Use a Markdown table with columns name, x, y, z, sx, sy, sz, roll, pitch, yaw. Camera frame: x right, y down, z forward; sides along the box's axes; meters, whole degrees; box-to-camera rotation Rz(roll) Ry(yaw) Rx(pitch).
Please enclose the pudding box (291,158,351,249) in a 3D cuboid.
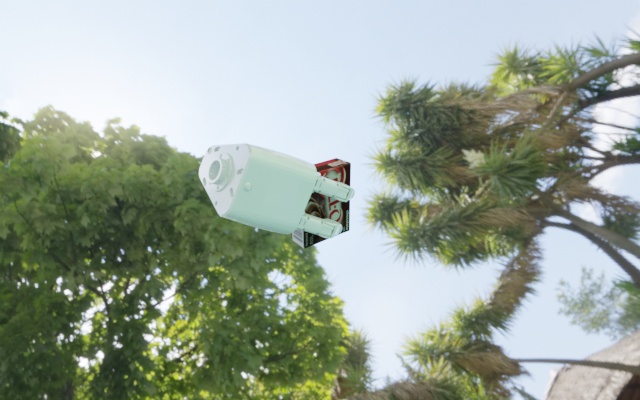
| name | x | y | z | sx | sy | sz | roll | pitch | yaw |
| --- | --- | --- | --- | --- | --- | --- | --- | --- | --- |
| pudding box | 0.000 | 0.002 | 0.692 | 0.090 | 0.113 | 0.039 | -18 | 32 | -35 |
